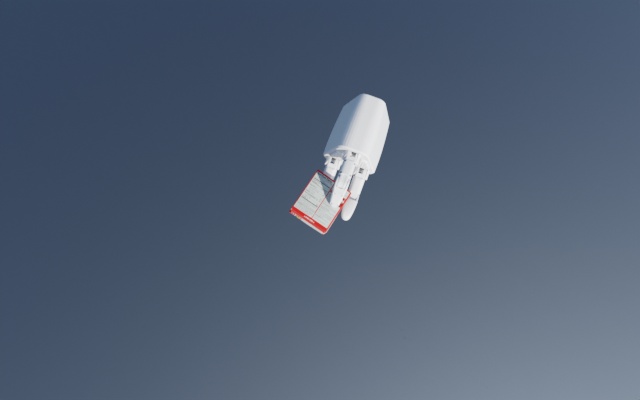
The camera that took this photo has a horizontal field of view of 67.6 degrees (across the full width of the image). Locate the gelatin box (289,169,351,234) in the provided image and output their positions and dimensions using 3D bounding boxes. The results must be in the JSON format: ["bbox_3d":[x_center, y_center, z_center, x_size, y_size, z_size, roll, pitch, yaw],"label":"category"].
[{"bbox_3d":[0.000,0.003,0.832,0.073,0.089,0.030,34,-15,-2],"label":"gelatin box"}]
